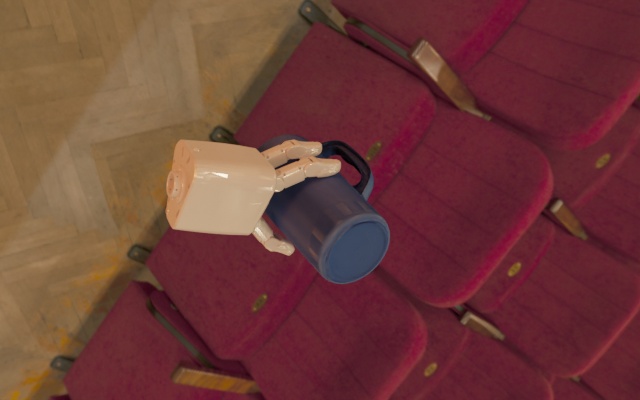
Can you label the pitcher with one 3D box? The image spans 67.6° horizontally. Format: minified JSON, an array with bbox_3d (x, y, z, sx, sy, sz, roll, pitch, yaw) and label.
[{"bbox_3d":[0.000,0.002,0.691,0.145,0.149,0.242,8,24,-35],"label":"pitcher"}]
